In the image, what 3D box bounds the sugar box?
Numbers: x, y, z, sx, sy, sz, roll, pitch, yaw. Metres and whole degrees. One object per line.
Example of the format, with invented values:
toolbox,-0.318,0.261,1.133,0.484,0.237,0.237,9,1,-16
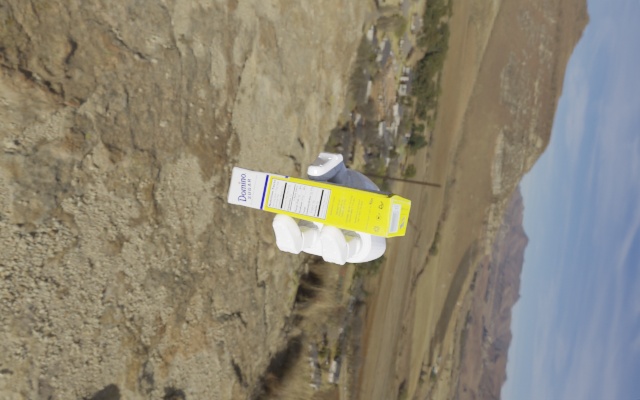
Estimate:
sugar box,0.000,0.002,0.514,0.176,0.048,0.093,9,0,21
